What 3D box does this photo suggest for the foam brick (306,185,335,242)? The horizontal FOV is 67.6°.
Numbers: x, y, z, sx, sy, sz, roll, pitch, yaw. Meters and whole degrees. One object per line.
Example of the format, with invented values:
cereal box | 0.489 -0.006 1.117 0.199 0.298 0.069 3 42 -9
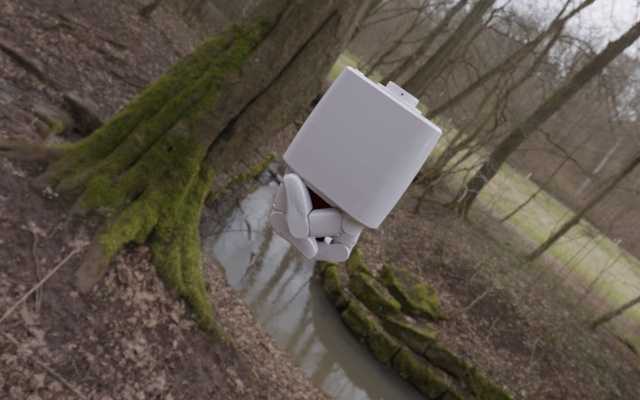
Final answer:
foam brick | 0.000 0.002 0.519 0.053 0.051 0.078 32 16 1
